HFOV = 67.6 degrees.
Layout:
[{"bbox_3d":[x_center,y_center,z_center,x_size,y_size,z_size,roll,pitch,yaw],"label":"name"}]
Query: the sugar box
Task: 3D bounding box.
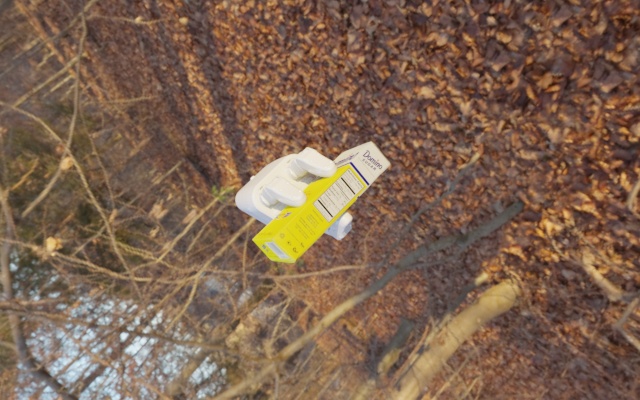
[{"bbox_3d":[0.000,0.002,0.600,0.176,0.048,0.093,-47,14,-19],"label":"sugar box"}]
